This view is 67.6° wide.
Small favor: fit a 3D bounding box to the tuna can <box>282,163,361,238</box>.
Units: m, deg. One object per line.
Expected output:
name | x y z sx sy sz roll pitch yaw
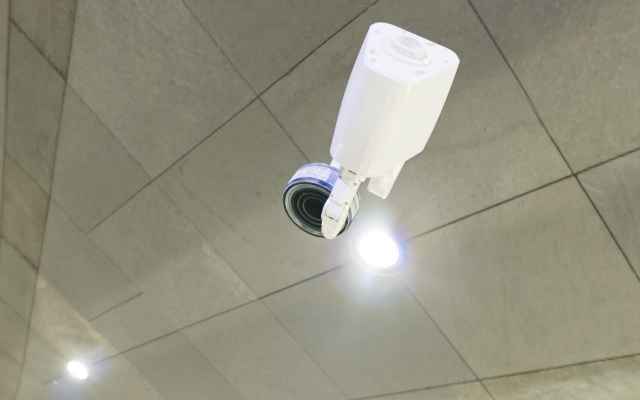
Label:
tuna can | 0.000 0.002 0.542 0.086 0.086 0.033 0 37 30
